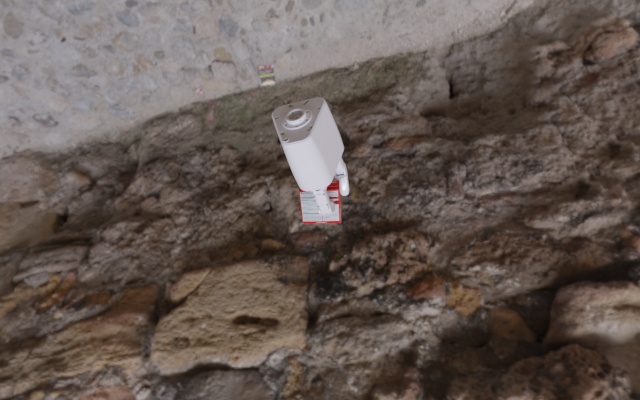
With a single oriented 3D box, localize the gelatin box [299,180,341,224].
[{"bbox_3d":[0.000,0.003,0.879,0.073,0.089,0.030,-2,43,3],"label":"gelatin box"}]
